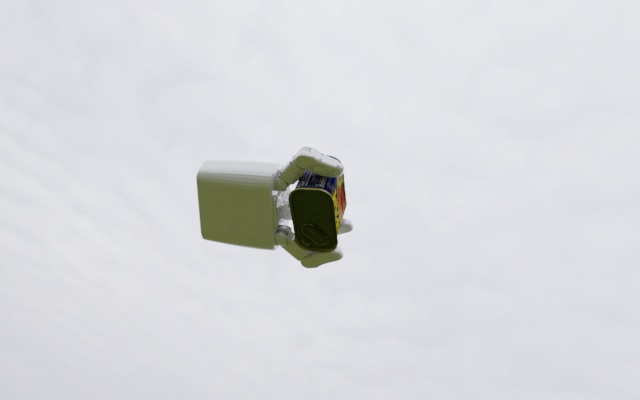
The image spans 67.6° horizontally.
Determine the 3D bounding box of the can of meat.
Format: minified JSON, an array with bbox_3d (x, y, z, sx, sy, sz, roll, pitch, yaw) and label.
[{"bbox_3d":[0.000,0.002,0.627,0.057,0.102,0.084,3,38,13],"label":"can of meat"}]
